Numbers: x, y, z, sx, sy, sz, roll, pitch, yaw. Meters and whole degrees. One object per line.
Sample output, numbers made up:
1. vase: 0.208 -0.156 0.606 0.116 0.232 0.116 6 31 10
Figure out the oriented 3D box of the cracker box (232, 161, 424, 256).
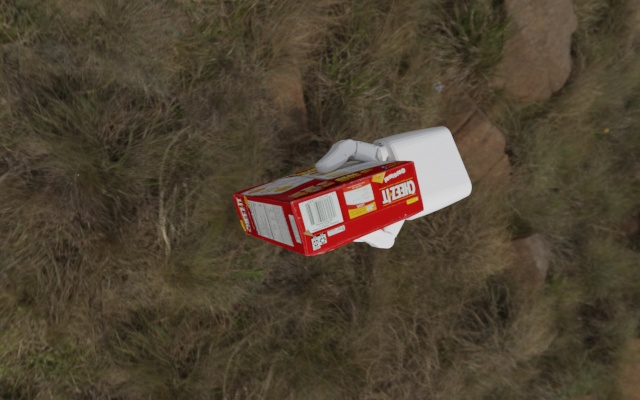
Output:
1. cracker box: 0.000 0.002 0.618 0.164 0.072 0.213 -20 11 -25
